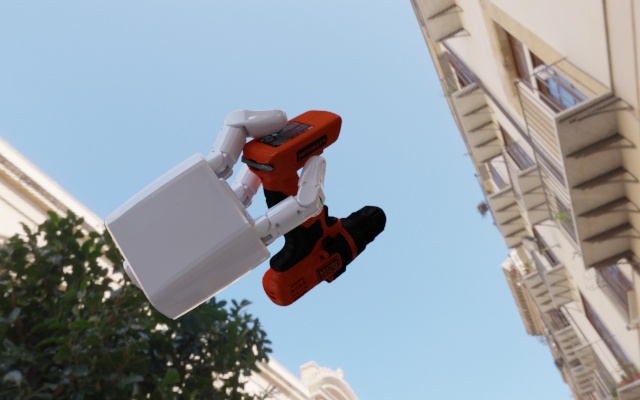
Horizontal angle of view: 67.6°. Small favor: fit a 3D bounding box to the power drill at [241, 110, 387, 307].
[{"bbox_3d":[0.000,0.001,0.524,0.184,0.188,0.057,-34,35,-33],"label":"power drill"}]
